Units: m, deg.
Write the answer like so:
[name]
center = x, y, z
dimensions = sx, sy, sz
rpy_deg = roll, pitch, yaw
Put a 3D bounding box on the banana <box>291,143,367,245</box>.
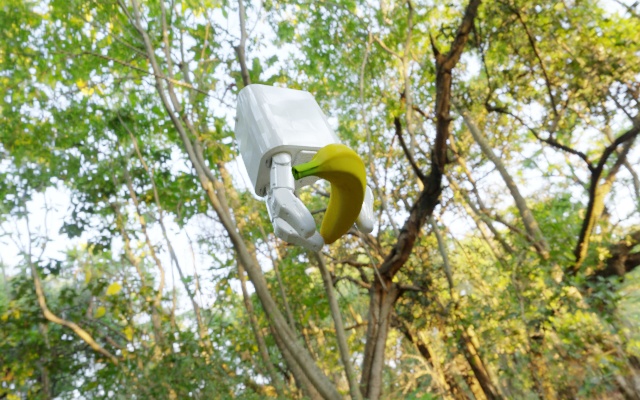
[banana]
center = 0.016, -0.008, 0.489
dimensions = 0.069, 0.037, 0.198
rpy_deg = -25, -26, -2
